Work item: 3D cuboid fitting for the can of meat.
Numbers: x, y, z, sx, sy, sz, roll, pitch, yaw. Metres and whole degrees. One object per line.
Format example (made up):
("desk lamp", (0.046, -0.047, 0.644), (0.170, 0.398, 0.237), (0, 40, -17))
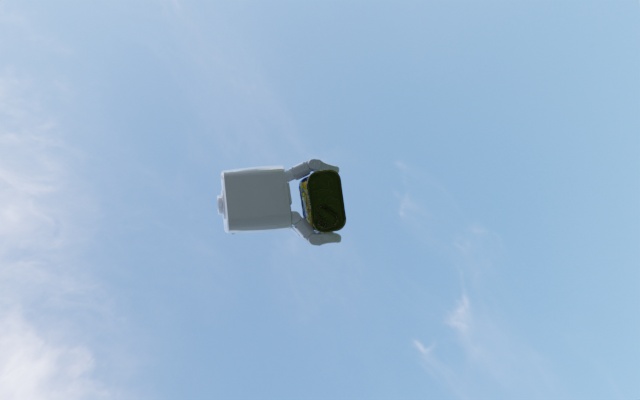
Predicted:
("can of meat", (0.000, 0.003, 0.817), (0.057, 0.102, 0.084), (-8, 0, -15))
